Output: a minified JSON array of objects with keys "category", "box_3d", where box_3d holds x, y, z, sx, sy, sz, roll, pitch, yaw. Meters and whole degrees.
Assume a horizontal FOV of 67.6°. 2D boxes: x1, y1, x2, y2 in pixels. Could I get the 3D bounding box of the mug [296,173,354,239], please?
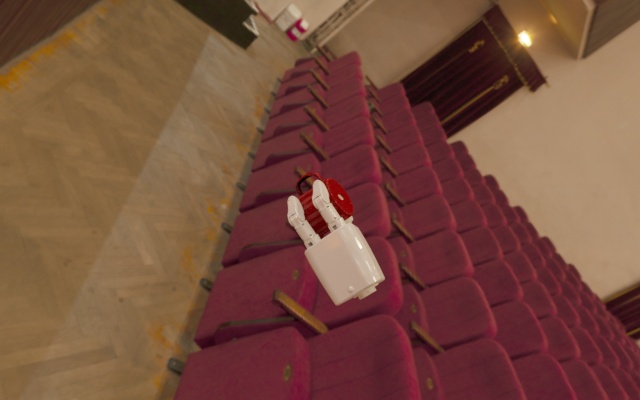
[{"category":"mug","box_3d":[0.000,0.001,0.868,0.081,0.117,0.093,-35,-12,21]}]
